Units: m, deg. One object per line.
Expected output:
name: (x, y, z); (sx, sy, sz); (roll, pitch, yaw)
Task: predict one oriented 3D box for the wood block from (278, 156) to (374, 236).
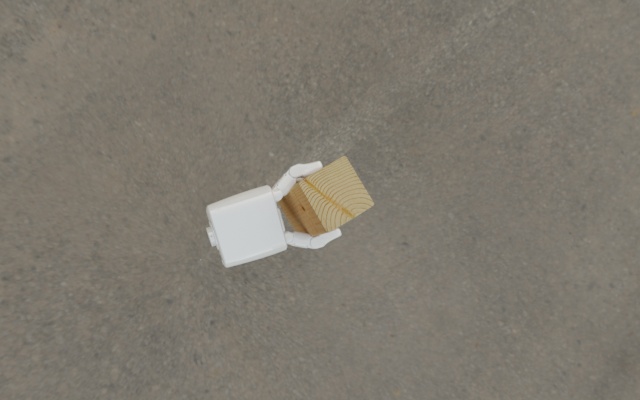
wood block: (0.000, 0.003, 0.816); (0.090, 0.091, 0.206); (-31, 1, -16)
